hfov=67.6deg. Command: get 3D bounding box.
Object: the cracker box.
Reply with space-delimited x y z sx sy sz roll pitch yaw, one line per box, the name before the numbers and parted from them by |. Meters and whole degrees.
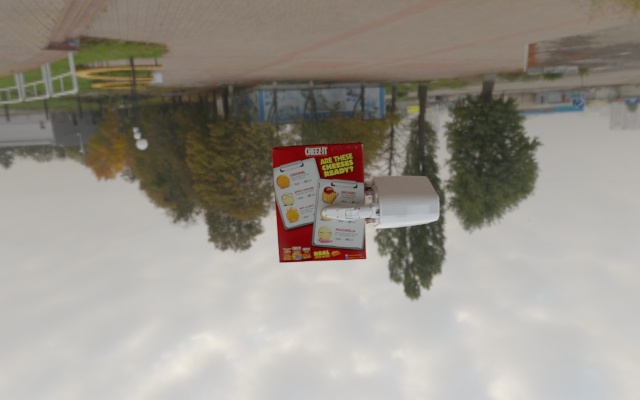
cracker box | 0.000 0.003 0.886 0.164 0.214 0.072 -3 10 1
